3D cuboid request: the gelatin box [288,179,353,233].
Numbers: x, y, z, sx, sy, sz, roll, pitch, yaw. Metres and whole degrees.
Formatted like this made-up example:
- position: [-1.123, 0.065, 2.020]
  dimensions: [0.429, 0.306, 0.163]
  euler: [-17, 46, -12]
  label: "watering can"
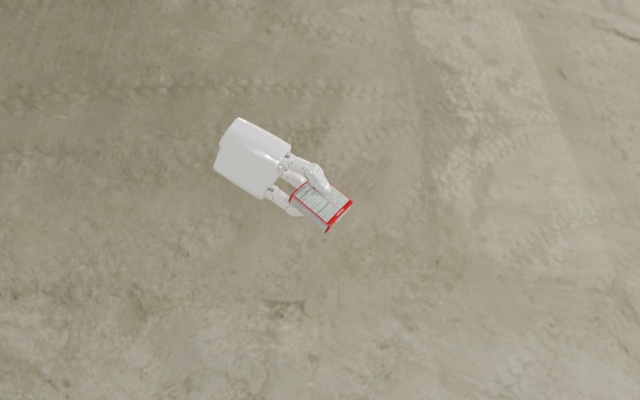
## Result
- position: [0.001, 0.003, 0.839]
  dimensions: [0.073, 0.089, 0.030]
  euler: [-44, -12, -35]
  label: "gelatin box"
